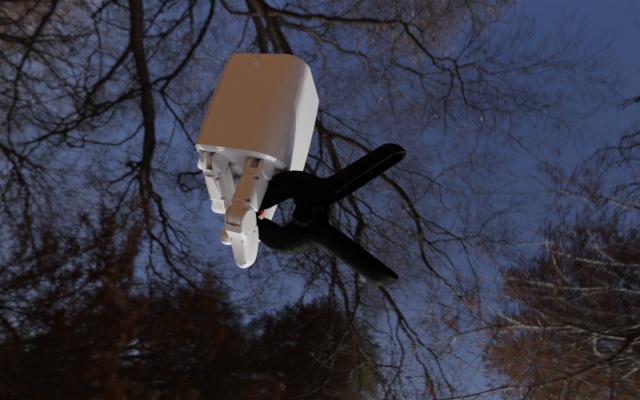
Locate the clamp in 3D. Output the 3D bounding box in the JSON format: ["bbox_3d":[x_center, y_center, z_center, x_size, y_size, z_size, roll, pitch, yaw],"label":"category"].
[{"bbox_3d":[0.000,0.002,0.434,0.171,0.120,0.039,10,-12,26],"label":"clamp"}]
